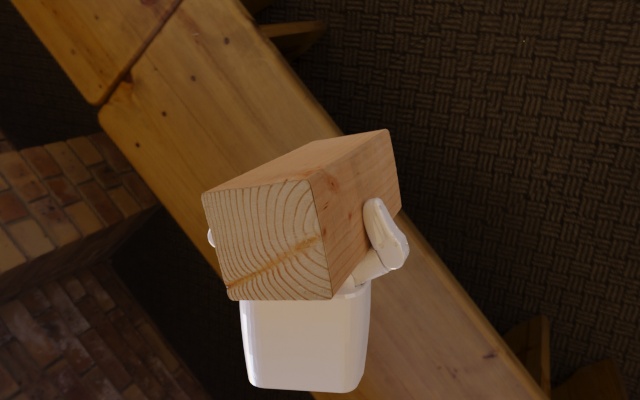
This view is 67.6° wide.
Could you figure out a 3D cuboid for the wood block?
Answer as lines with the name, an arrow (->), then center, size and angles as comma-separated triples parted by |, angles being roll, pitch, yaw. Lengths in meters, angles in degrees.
wood block -> 0.000, 0.002, 0.428 | 0.091, 0.090, 0.206 | -5, 15, 24
